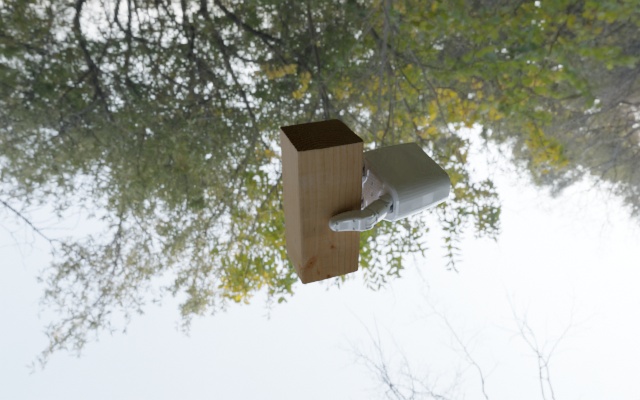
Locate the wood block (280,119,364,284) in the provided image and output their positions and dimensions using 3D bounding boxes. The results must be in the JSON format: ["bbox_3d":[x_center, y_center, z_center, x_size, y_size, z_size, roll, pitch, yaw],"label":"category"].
[{"bbox_3d":[0.001,0.002,0.671,0.090,0.206,0.090,-11,31,-17],"label":"wood block"}]
